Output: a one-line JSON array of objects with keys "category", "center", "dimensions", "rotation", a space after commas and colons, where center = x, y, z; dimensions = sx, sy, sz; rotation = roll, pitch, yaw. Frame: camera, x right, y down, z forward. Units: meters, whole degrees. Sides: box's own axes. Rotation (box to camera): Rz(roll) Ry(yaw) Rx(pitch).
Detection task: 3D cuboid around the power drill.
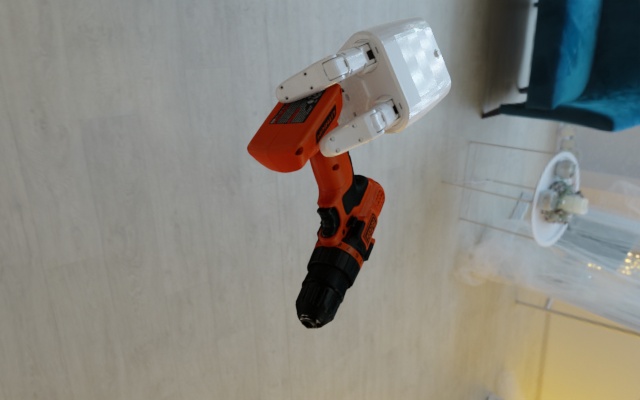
[{"category": "power drill", "center": [0.000, 0.001, 0.450], "dimensions": [0.057, 0.184, 0.188], "rotation": [3, -44, 27]}]
